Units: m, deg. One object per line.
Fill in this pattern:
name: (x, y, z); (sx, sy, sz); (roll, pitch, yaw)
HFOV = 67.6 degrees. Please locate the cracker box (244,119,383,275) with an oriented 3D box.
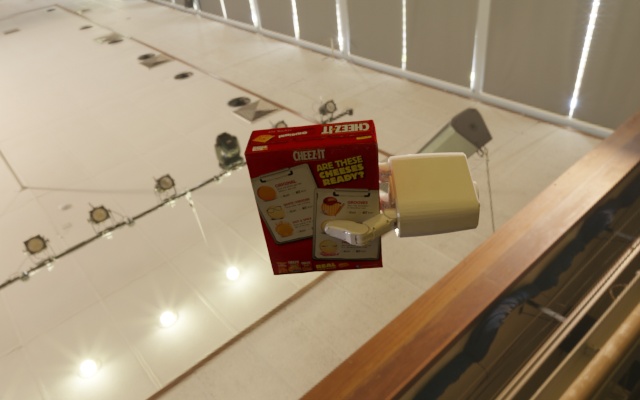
cracker box: (0.000, 0.002, 0.658); (0.164, 0.214, 0.072); (-5, 37, 5)
